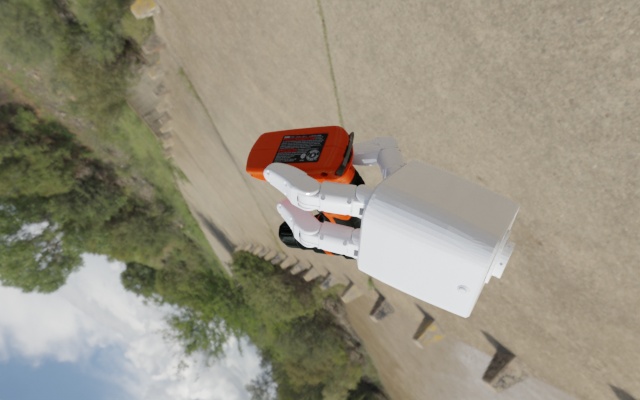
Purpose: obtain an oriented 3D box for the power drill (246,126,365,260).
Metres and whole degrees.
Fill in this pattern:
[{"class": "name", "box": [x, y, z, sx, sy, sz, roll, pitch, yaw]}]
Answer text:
[{"class": "power drill", "box": [0.000, 0.002, 0.521, 0.184, 0.057, 0.188, -2, -33, 30]}]
